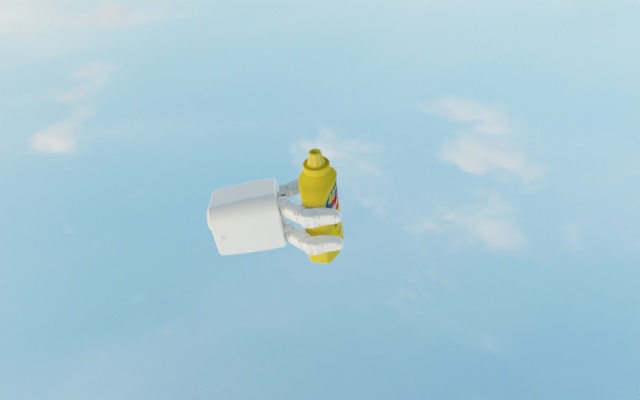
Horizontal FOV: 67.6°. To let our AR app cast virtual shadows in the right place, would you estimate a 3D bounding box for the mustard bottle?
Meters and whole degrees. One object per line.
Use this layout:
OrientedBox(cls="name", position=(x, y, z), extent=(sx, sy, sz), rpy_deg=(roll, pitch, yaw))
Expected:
OrientedBox(cls="mustard bottle", position=(0.000, 0.003, 0.752), extent=(0.058, 0.192, 0.096), rpy_deg=(5, 41, 15))
